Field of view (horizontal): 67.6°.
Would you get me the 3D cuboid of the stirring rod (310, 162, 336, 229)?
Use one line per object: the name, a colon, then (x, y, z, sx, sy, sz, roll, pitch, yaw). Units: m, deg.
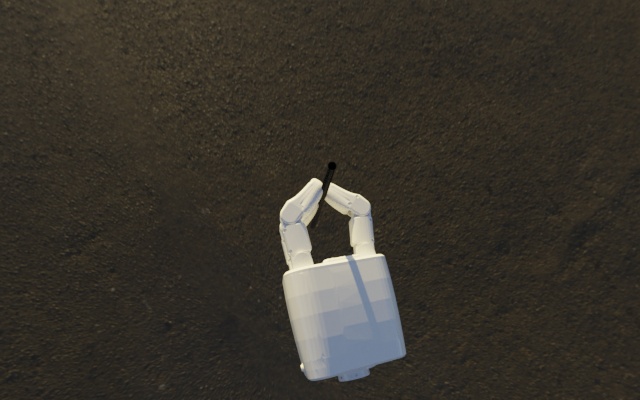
stirring rod: (0.000, 0.002, 0.551, 0.011, 0.011, 0.239, 0, -16, -5)
